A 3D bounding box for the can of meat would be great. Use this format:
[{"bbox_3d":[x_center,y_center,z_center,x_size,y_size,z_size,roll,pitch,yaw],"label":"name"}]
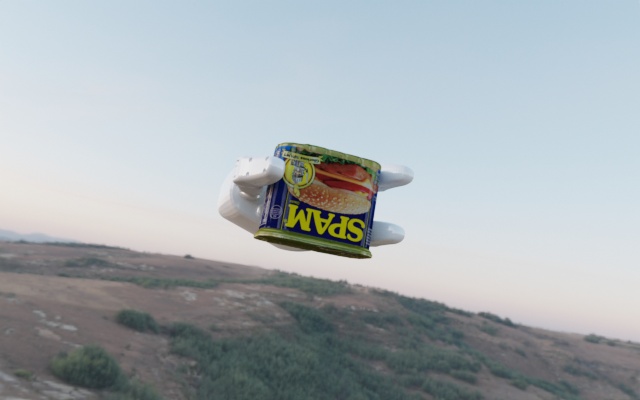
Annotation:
[{"bbox_3d":[0.000,0.001,0.422,0.102,0.084,0.057,13,-12,-15],"label":"can of meat"}]
